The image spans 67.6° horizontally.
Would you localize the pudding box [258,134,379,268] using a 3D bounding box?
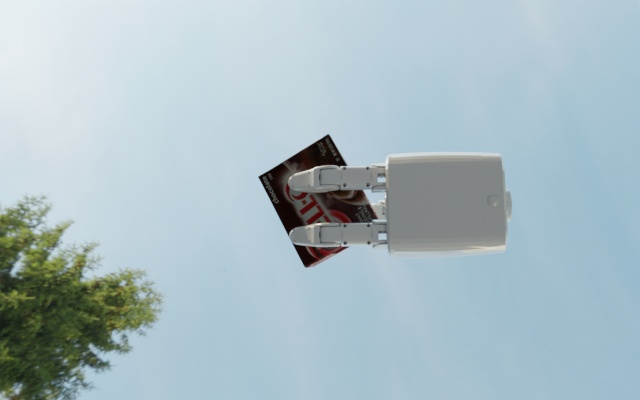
[{"bbox_3d":[0.000,0.002,0.505,0.090,0.113,0.039,-30,-13,8],"label":"pudding box"}]
